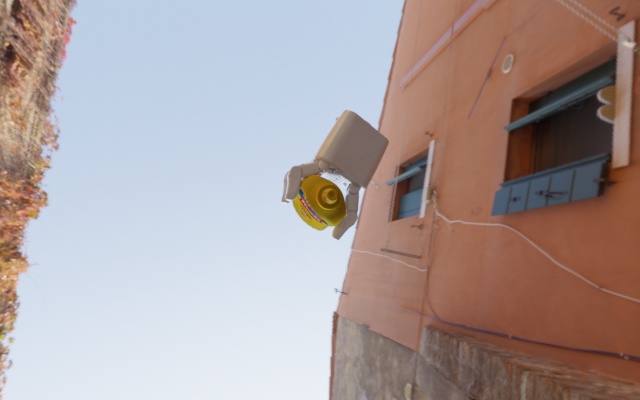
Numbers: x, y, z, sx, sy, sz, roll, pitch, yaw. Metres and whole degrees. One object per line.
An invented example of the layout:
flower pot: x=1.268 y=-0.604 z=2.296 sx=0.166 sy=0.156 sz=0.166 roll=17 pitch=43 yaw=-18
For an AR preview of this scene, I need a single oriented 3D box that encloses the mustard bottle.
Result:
mustard bottle: x=0.000 y=0.003 z=0.834 sx=0.058 sy=0.096 sz=0.191 roll=-36 pitch=1 yaw=-14
